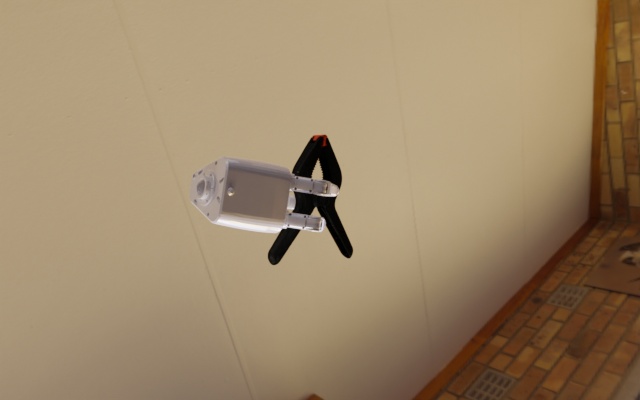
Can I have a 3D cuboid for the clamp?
[{"bbox_3d":[-0.001,0.002,0.765,0.164,0.210,0.036,10,-1,-40],"label":"clamp"}]
